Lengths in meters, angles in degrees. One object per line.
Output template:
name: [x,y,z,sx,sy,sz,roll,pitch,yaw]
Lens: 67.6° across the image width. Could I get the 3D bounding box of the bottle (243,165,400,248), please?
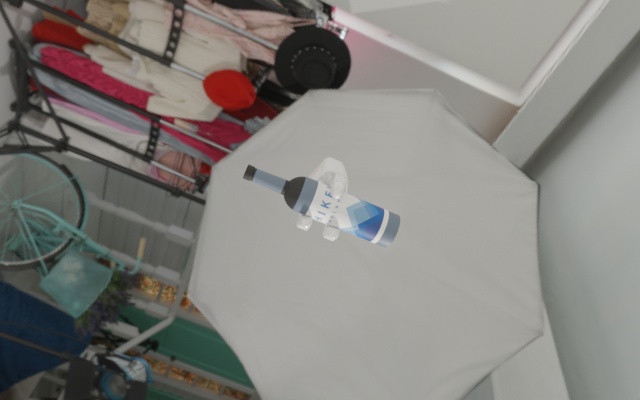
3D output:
bottle: [0.000,0.003,0.878,0.296,0.069,0.069,22,-3,-8]
